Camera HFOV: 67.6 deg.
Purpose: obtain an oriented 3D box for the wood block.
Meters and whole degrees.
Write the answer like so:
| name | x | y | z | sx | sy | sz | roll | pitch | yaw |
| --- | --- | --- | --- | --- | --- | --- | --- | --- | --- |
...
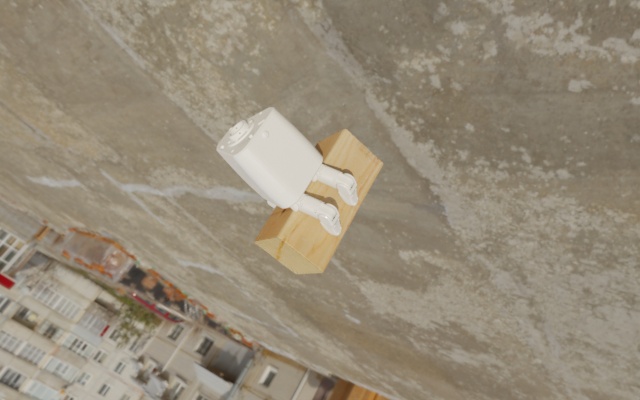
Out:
| name | x | y | z | sx | sy | sz | roll | pitch | yaw |
| --- | --- | --- | --- | --- | --- | --- | --- | --- | --- |
| wood block | 0.000 | 0.002 | 0.739 | 0.090 | 0.206 | 0.091 | 40 | -25 | -19 |
